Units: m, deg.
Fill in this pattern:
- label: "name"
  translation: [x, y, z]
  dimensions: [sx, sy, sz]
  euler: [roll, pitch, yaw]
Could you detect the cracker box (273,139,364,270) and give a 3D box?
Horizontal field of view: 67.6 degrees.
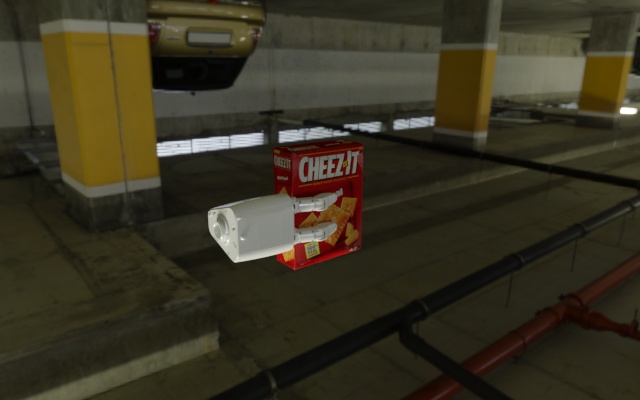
- label: "cracker box"
  translation: [0.000, 0.003, 0.886]
  dimensions: [0.164, 0.214, 0.072]
  euler: [-12, 20, -36]
